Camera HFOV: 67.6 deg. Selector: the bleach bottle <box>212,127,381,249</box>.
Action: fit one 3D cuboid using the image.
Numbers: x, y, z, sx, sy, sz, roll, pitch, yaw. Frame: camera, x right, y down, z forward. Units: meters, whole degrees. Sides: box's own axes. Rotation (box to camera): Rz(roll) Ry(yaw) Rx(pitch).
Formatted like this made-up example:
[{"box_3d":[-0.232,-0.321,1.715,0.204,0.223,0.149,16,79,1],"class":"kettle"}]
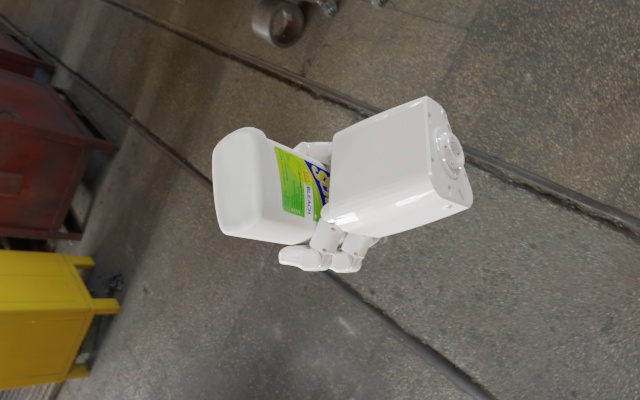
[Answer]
[{"box_3d":[0.000,0.002,0.529,0.068,0.102,0.251,-20,-21,35],"class":"bleach bottle"}]
